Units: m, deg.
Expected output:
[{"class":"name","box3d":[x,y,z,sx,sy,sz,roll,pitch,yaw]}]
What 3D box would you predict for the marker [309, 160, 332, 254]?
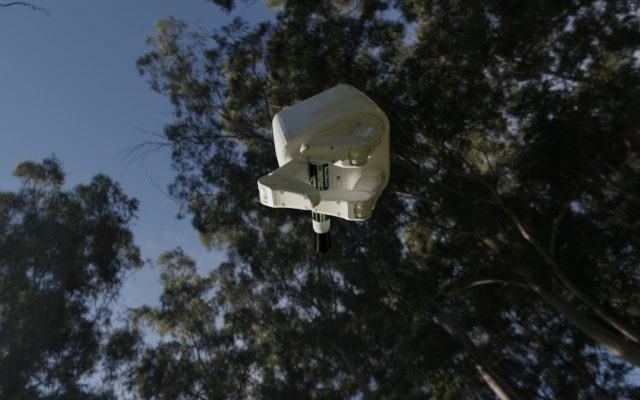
[{"class":"marker","box3d":[0.000,0.002,0.476,0.020,0.121,0.020,-2,30,1]}]
